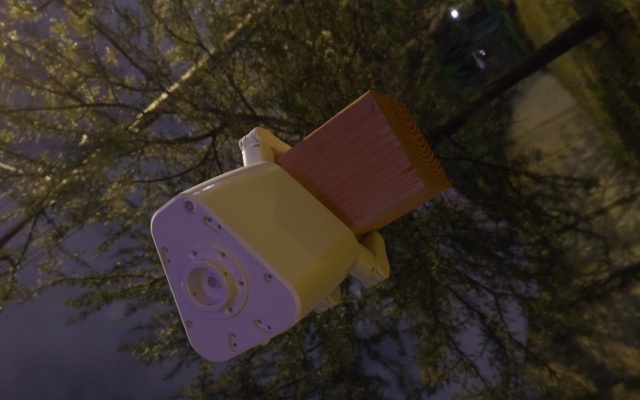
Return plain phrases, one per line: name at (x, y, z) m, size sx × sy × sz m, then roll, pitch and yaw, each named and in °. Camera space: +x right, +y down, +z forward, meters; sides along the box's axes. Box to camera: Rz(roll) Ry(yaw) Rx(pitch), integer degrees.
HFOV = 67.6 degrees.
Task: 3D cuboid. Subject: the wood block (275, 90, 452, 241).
wood block at (0.000, 0.001, 0.438) m, size 0.206 × 0.091 × 0.090 m, roll -33°, pitch -13°, yaw 26°
